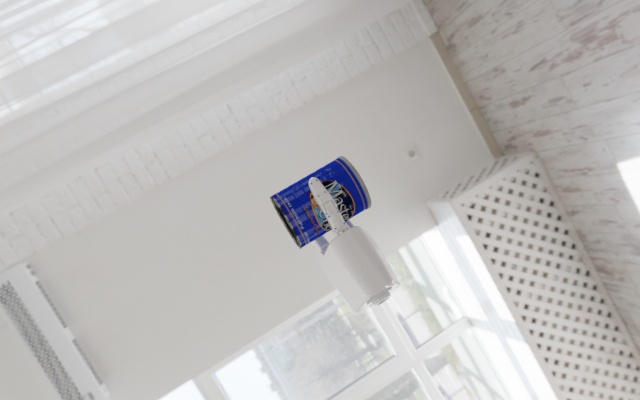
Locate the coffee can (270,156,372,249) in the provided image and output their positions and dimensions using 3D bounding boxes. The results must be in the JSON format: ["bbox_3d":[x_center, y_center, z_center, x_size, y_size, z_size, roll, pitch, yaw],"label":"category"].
[{"bbox_3d":[0.000,0.002,0.809,0.140,0.103,0.103,-30,5,-9],"label":"coffee can"}]
